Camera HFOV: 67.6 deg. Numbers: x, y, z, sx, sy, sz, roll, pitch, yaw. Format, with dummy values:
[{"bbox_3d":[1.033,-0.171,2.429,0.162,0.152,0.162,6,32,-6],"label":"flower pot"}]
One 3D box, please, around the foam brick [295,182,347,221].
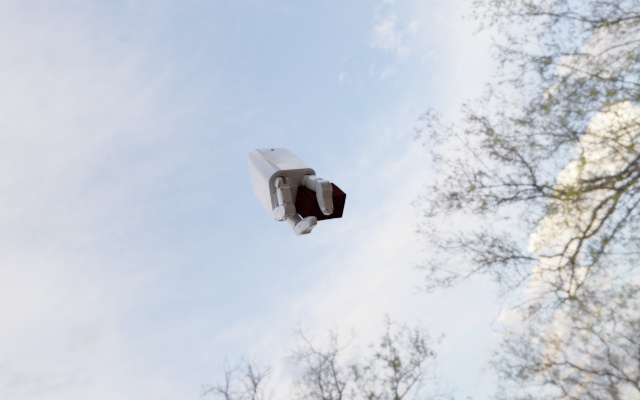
[{"bbox_3d":[0.000,0.003,0.880,0.078,0.053,0.051,-7,32,-32],"label":"foam brick"}]
